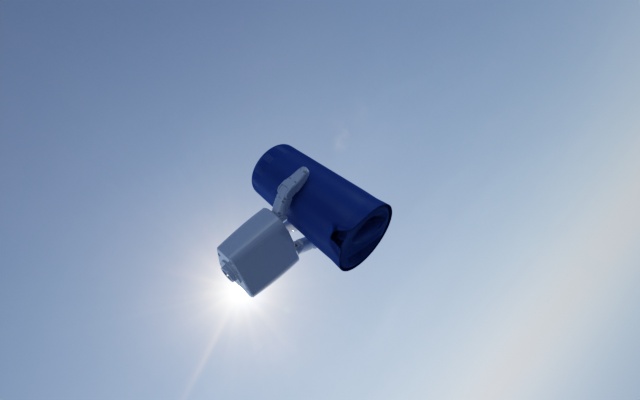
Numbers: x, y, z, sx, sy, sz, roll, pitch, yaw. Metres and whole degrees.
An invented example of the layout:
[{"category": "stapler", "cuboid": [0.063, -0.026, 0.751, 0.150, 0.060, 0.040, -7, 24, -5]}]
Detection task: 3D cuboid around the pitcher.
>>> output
[{"category": "pitcher", "cuboid": [0.000, 0.003, 0.842, 0.242, 0.145, 0.149, 37, -25, 28]}]
